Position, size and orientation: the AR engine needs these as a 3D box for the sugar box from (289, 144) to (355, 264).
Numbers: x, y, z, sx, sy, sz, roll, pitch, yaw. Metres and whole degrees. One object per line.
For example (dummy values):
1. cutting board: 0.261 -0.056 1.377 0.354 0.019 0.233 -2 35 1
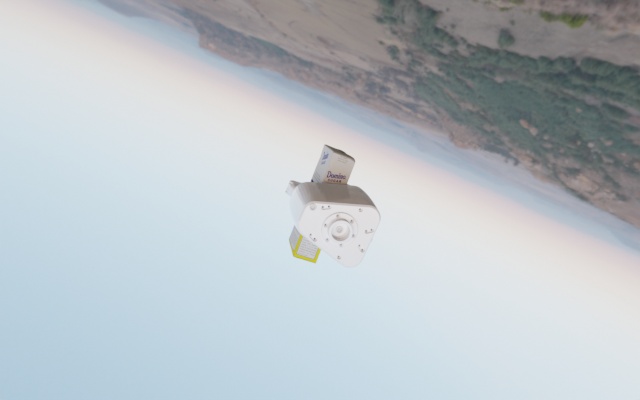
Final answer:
1. sugar box: 0.001 0.003 0.772 0.048 0.176 0.093 21 10 -13
